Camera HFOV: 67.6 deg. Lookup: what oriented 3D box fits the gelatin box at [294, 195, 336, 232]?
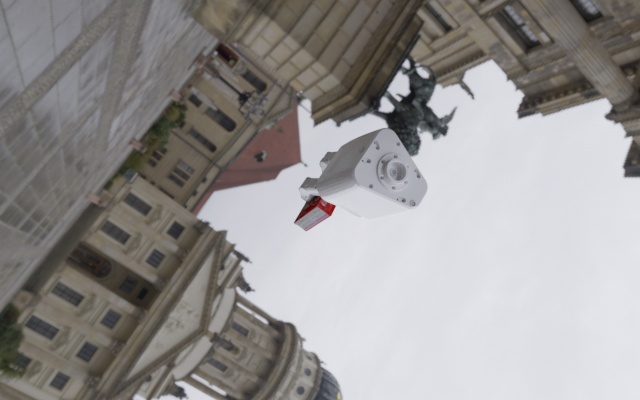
[{"bbox_3d":[0.000,0.003,0.763,0.030,0.073,0.089,36,-33,-11],"label":"gelatin box"}]
